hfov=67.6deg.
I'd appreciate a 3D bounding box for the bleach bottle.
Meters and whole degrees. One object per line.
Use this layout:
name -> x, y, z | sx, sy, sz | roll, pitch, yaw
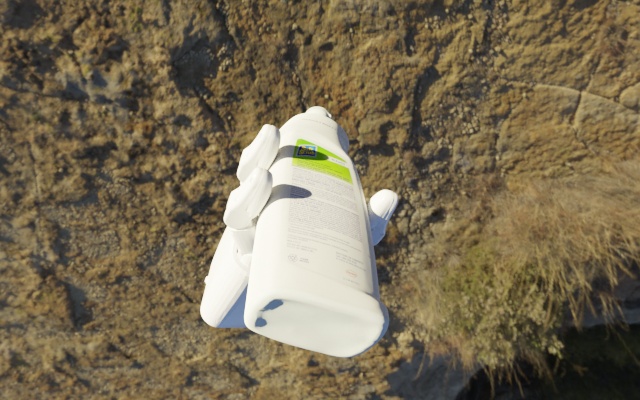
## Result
bleach bottle -> 0.000, 0.001, 0.419 | 0.102, 0.250, 0.068 | 21, -49, -16
